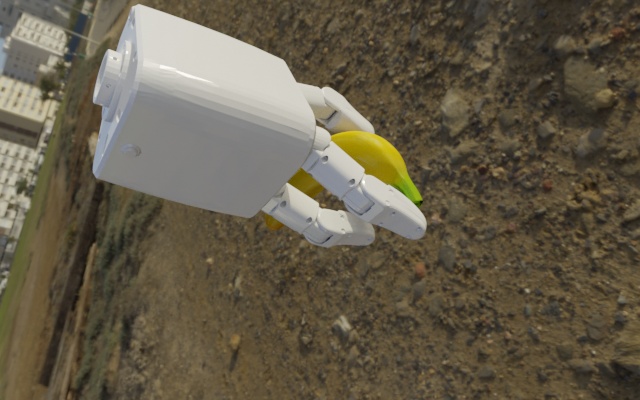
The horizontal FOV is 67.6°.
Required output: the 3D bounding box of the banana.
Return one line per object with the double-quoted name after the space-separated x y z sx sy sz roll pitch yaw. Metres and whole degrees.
0.003 -0.017 0.405 0.037 0.069 0.198 11 -14 -34 "banana"
